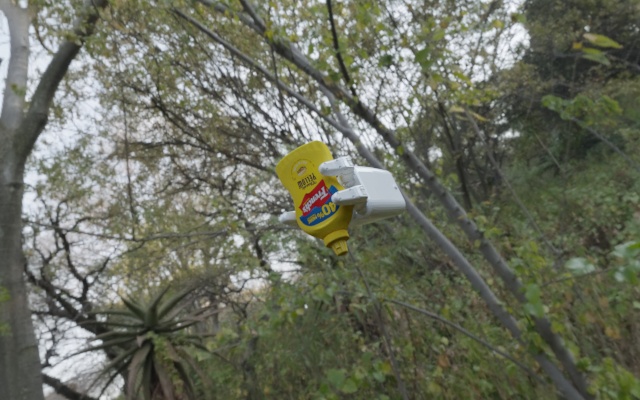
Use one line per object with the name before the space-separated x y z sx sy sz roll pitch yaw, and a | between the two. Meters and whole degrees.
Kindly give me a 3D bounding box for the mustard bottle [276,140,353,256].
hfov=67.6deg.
mustard bottle | 0.000 0.002 0.784 0.096 0.191 0.058 -30 -22 15
